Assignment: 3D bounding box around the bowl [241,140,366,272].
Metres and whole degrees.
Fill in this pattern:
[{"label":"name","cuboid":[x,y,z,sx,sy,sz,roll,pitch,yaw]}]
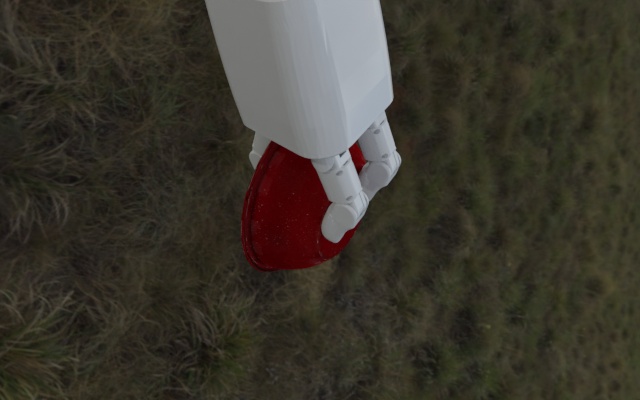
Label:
[{"label":"bowl","cuboid":[0.001,0.002,0.437,0.055,0.162,0.162,23,10,25]}]
